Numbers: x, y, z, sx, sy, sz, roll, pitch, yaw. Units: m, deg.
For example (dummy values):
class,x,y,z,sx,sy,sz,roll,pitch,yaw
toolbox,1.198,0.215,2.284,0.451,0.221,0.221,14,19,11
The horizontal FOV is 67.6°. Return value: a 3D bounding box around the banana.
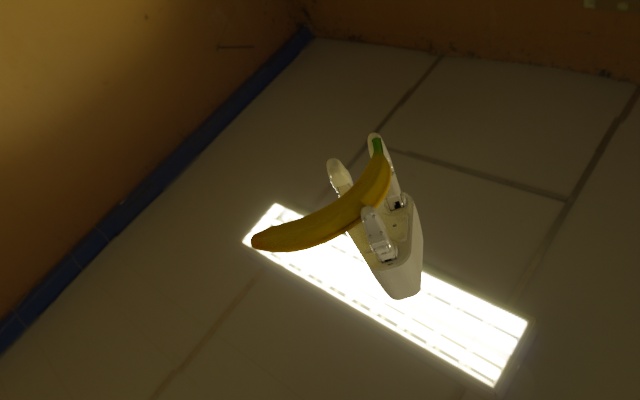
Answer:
class,x,y,z,sx,sy,sz,roll,pitch,yaw
banana,0.013,0.011,0.549,0.069,0.198,0.037,48,-7,37
